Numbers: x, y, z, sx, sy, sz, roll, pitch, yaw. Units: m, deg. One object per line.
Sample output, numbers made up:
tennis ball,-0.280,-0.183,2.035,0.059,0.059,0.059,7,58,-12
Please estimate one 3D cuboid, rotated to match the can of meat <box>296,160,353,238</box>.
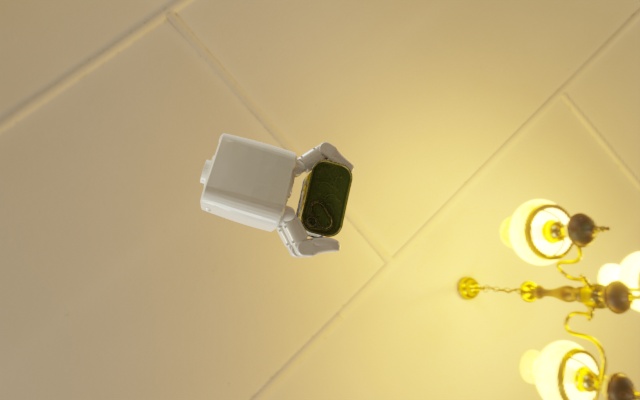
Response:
can of meat,0.000,0.002,0.675,0.057,0.102,0.084,14,-11,-11
